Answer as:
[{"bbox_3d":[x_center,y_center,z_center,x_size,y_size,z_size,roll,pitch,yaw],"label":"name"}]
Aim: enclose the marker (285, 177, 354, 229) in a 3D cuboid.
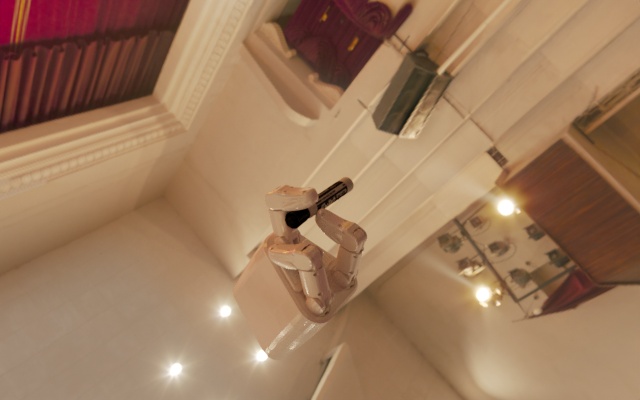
[{"bbox_3d":[0.000,0.002,0.533,0.020,0.020,0.121,0,21,35],"label":"marker"}]
